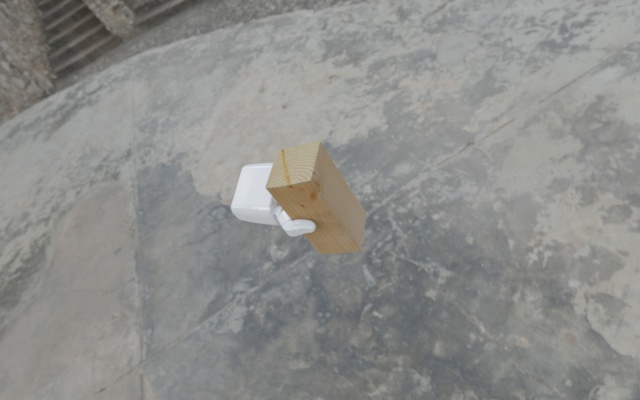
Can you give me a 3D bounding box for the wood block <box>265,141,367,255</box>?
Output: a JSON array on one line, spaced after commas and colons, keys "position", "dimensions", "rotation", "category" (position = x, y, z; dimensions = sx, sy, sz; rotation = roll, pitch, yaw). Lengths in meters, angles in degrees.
[{"position": [0.000, 0.003, 0.859], "dimensions": [0.090, 0.090, 0.206], "rotation": [-9, -41, 28], "category": "wood block"}]
